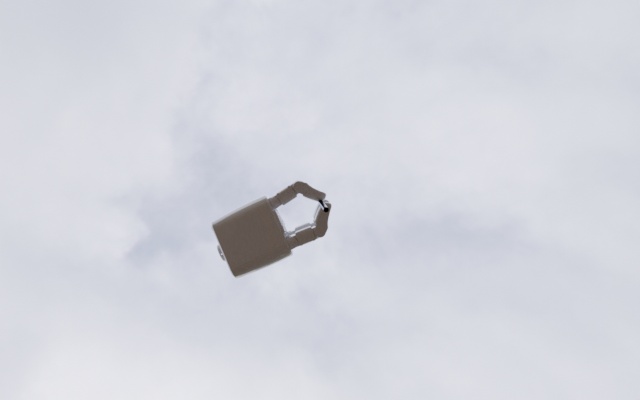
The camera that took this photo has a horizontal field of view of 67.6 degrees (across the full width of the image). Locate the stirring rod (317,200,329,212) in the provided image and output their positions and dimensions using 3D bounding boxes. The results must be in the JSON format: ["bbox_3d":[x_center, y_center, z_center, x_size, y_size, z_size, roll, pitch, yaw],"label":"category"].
[{"bbox_3d":[0.000,0.003,0.814,0.011,0.011,0.239,0,5,-4],"label":"stirring rod"}]
